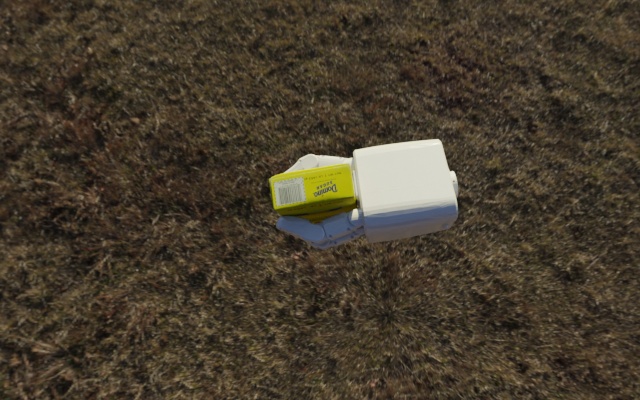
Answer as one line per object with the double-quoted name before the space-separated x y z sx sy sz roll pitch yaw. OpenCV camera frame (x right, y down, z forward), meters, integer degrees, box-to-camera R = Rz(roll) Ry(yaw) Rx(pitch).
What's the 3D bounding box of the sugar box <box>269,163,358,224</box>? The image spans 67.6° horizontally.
"sugar box" 0.000 0.002 0.606 0.093 0.048 0.176 -9 -14 6
